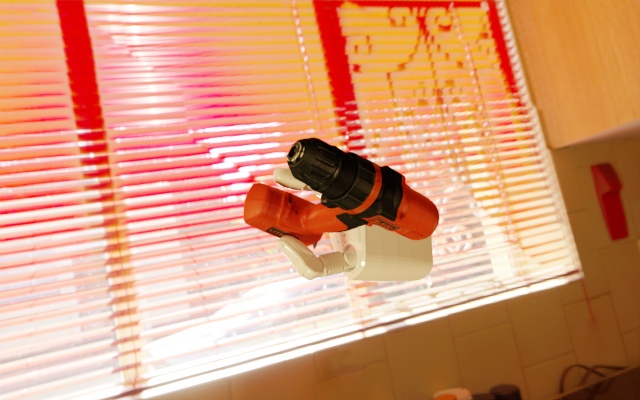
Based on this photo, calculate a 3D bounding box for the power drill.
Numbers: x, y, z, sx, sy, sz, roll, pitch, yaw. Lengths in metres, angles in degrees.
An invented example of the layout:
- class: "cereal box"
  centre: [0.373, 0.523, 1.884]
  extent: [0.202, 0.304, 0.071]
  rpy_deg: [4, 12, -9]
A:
- class: "power drill"
  centre: [0.000, 0.002, 0.496]
  extent: [0.184, 0.057, 0.187]
  rpy_deg: [27, -23, -35]
